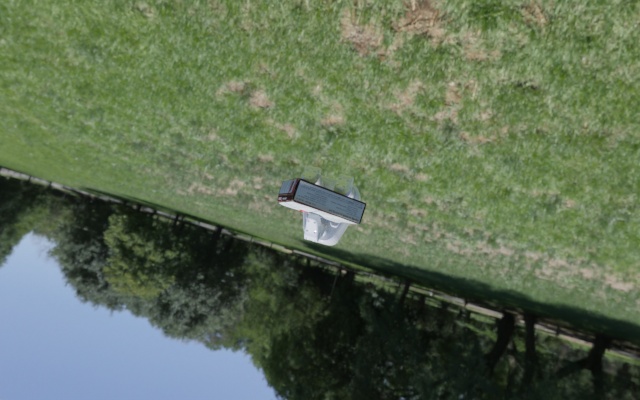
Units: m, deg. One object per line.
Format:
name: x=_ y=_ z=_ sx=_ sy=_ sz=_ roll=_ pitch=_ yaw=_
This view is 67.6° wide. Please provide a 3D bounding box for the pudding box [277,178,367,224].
pudding box: x=0.000 y=0.003 z=0.720 sx=0.113 sy=0.039 sz=0.090 roll=18 pitch=-7 yaw=-18
